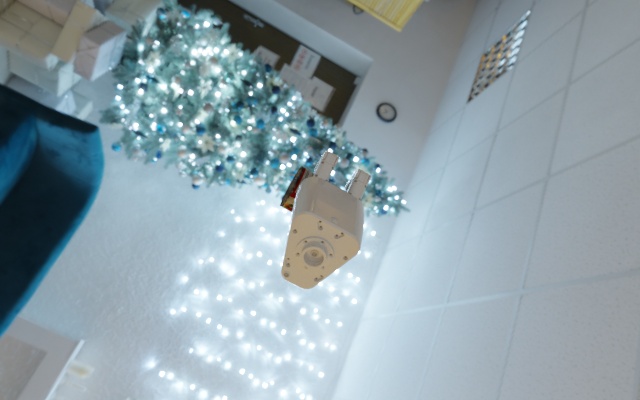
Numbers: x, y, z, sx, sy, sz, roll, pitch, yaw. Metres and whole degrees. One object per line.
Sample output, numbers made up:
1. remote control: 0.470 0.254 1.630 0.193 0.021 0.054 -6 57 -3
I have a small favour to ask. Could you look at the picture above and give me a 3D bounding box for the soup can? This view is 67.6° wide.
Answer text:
1. soup can: 0.000 0.002 0.710 0.102 0.068 0.068 29 -4 -8
